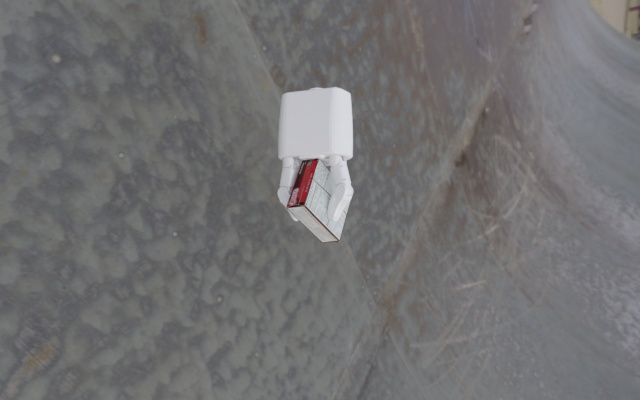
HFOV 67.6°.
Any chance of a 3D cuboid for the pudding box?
[{"bbox_3d":[0.000,0.002,0.754,0.039,0.090,0.113,-6,-37,36],"label":"pudding box"}]
